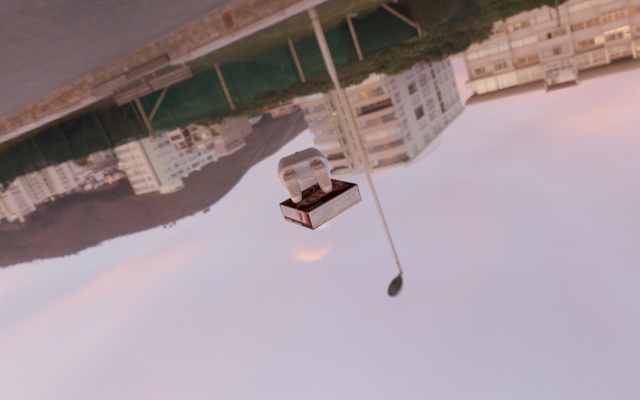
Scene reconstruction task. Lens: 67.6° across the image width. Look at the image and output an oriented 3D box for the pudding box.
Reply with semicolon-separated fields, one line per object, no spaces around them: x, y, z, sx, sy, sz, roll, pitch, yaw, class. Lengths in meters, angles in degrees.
0.000;0.003;0.821;0.113;0.039;0.090;-32;25;-27;pudding box
